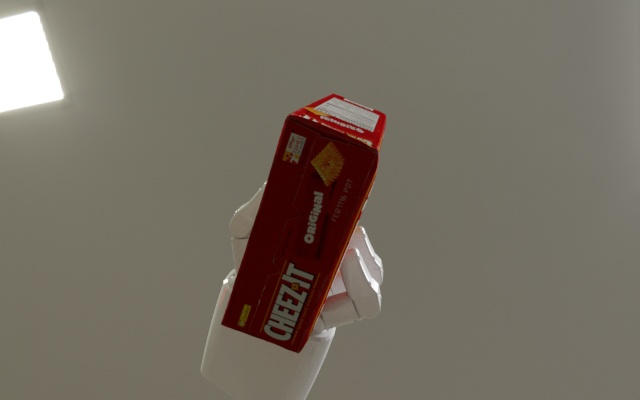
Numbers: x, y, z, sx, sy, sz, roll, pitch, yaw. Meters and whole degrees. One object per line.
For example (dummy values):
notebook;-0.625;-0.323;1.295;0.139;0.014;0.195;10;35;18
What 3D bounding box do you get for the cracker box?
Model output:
cracker box;0.000;0.001;0.419;0.072;0.164;0.213;20;18;3
